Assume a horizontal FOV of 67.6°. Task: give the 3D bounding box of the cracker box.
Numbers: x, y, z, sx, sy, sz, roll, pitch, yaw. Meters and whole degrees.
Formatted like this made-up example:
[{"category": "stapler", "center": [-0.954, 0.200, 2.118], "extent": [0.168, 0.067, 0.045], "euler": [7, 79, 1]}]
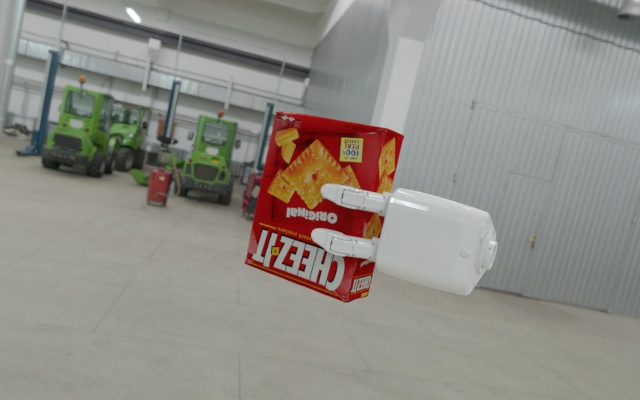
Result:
[{"category": "cracker box", "center": [0.000, 0.002, 0.618], "extent": [0.164, 0.214, 0.072], "euler": [15, 5, 30]}]
